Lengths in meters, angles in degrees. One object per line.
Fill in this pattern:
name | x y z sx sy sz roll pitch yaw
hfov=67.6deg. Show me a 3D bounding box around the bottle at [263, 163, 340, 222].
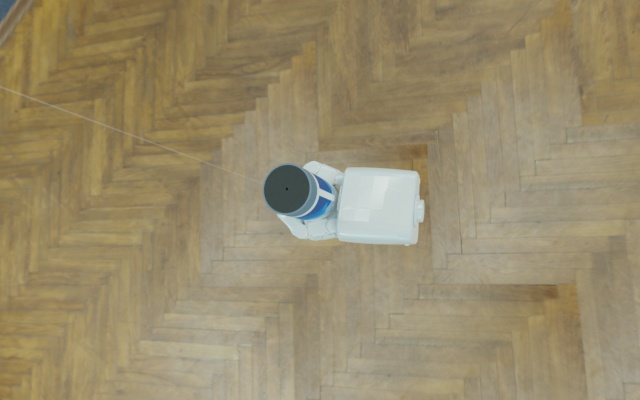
bottle | 0.000 0.002 0.740 0.069 0.069 0.296 0 -7 17
